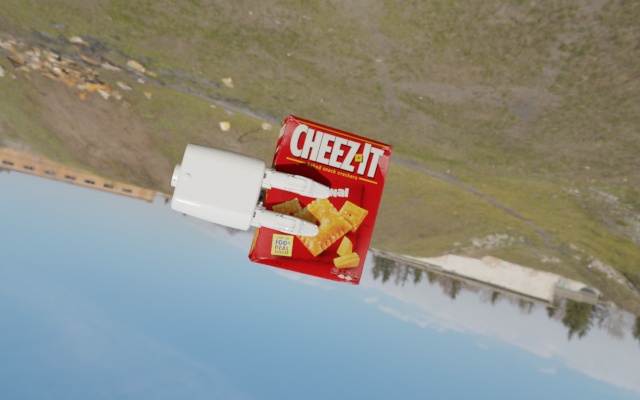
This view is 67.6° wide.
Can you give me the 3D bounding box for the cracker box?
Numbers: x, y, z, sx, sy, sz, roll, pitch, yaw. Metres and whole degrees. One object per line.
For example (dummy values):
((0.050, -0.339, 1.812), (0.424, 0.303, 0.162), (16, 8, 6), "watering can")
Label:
((0.000, 0.002, 0.700), (0.164, 0.213, 0.072), (15, -3, -12), "cracker box")
